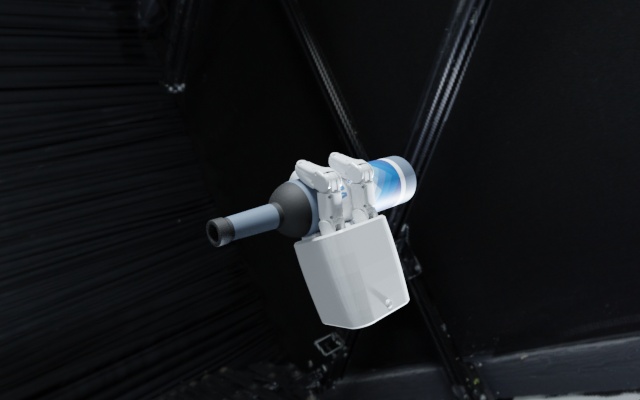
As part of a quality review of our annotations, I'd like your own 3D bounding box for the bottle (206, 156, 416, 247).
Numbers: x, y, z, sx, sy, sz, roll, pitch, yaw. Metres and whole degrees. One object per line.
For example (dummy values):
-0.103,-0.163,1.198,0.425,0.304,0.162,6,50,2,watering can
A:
0.000,0.002,0.568,0.295,0.069,0.069,-16,11,-41,bottle
